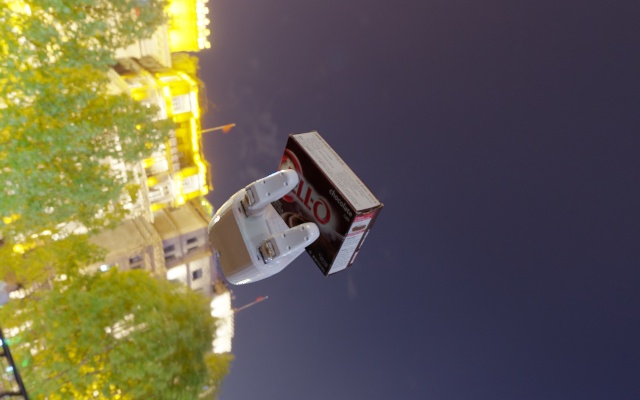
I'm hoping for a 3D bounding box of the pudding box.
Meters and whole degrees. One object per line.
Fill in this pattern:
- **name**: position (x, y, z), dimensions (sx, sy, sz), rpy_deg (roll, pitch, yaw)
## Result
- **pudding box**: position (0.000, 0.002, 0.462), dimensions (0.039, 0.090, 0.113), rpy_deg (-18, 54, -36)
